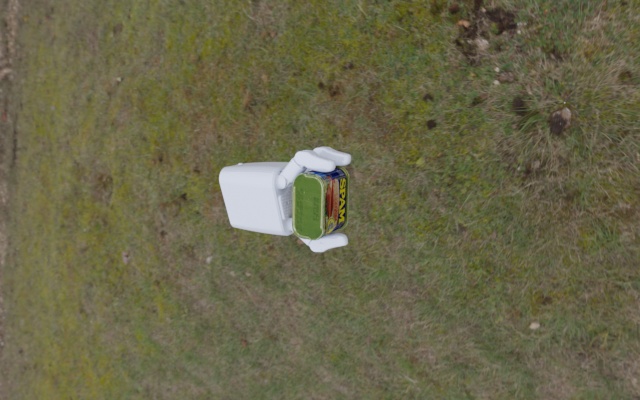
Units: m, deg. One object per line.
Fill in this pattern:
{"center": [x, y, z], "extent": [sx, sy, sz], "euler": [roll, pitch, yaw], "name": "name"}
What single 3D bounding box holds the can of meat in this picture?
{"center": [0.000, 0.002, 0.710], "extent": [0.057, 0.102, 0.084], "euler": [7, 14, 26], "name": "can of meat"}
